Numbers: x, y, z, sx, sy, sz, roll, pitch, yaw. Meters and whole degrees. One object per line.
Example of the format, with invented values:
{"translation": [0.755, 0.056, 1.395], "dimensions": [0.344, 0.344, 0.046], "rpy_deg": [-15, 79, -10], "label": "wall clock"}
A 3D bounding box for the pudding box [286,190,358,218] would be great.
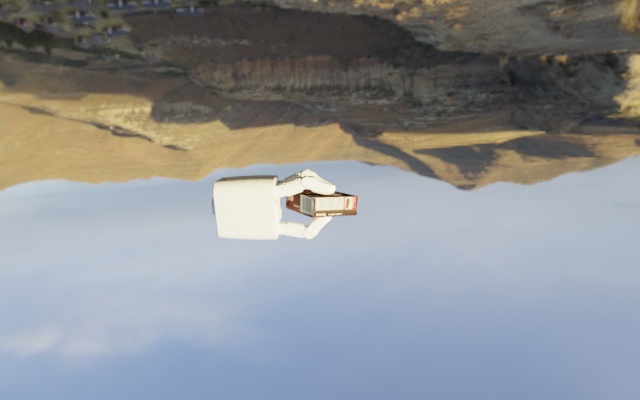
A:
{"translation": [0.000, 0.003, 0.850], "dimensions": [0.090, 0.039, 0.113], "rpy_deg": [-3, 11, -28], "label": "pudding box"}
